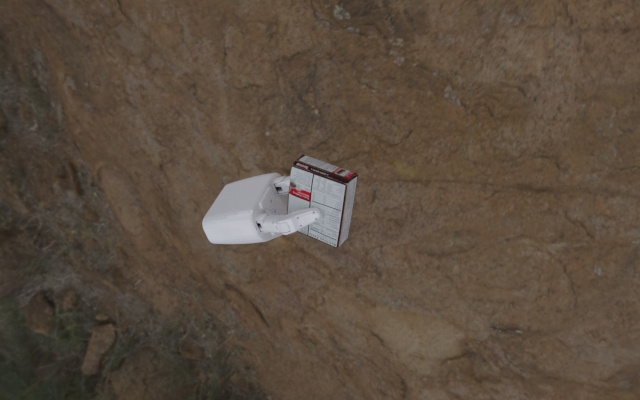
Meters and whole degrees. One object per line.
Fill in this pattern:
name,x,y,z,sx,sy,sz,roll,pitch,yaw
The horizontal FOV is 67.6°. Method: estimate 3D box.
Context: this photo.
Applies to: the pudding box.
pudding box,0.000,0.002,0.678,0.090,0.114,0.039,20,37,20
